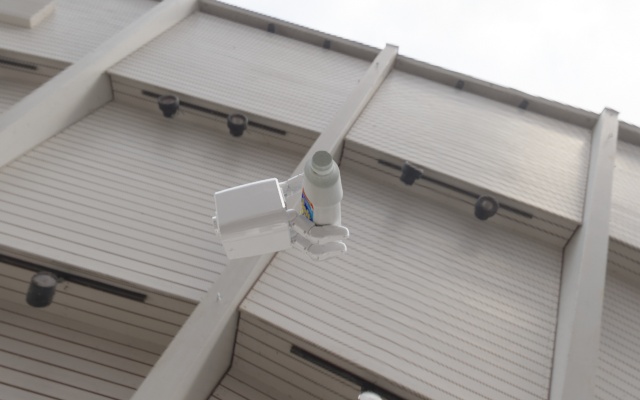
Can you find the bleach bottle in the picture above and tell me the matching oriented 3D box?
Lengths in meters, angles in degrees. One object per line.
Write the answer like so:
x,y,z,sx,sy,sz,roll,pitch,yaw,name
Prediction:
0.000,0.003,0.763,0.068,0.102,0.251,-14,-31,-8,bleach bottle
